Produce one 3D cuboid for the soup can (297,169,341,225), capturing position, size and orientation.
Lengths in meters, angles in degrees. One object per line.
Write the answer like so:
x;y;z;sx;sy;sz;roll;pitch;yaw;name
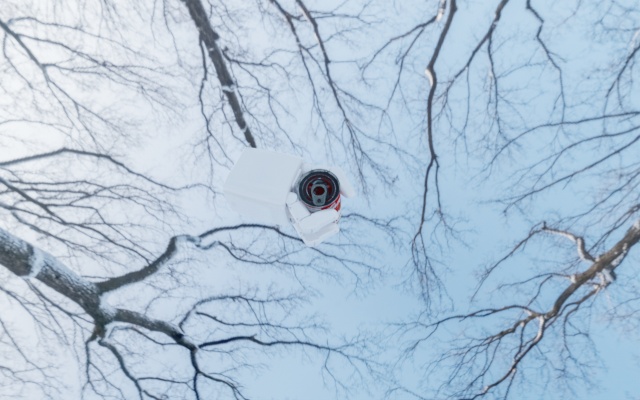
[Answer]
0.001;0.003;0.782;0.068;0.068;0.102;0;-27;4;soup can
